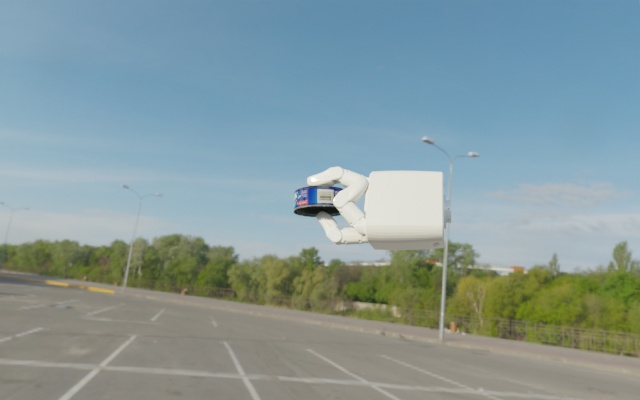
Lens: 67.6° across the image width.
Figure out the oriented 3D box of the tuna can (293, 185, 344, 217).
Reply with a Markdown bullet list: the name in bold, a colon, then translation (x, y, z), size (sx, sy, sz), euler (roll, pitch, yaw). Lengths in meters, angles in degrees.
- **tuna can**: translation (0.000, 0.002, 0.756), size (0.086, 0.033, 0.086), euler (0, -13, 0)
